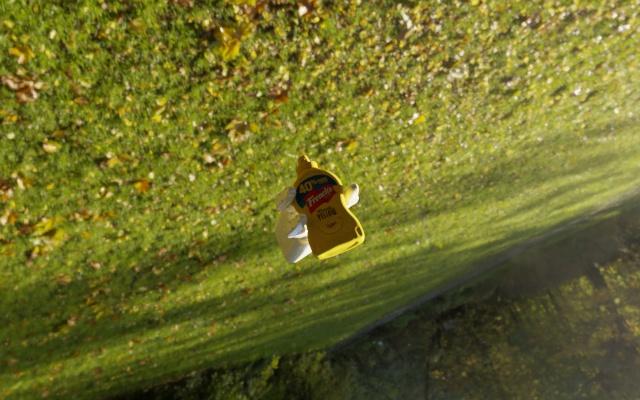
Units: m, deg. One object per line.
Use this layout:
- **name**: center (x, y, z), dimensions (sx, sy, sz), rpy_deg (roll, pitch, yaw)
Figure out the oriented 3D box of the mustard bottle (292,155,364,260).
- **mustard bottle**: center (0.000, 0.003, 0.860), dimensions (0.096, 0.191, 0.058), rpy_deg (-22, -21, -4)
